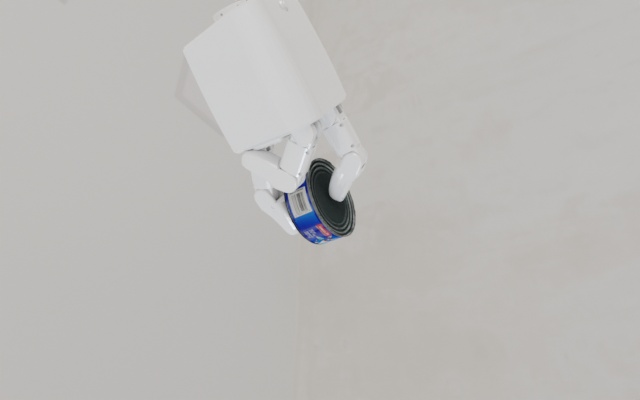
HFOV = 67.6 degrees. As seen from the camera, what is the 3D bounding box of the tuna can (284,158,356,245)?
[{"bbox_3d":[0.000,0.002,0.495,0.034,0.086,0.086,-22,-11,28],"label":"tuna can"}]
